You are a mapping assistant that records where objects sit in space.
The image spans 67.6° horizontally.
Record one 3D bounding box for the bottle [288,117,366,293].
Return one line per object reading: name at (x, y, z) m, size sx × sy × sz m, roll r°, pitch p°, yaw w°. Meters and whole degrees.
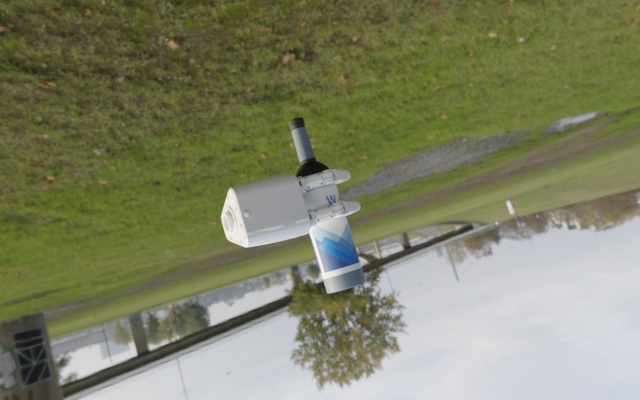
bottle at (0.000, 0.003, 0.798) m, size 0.069 × 0.295 × 0.069 m, roll -17°, pitch -7°, yaw -2°
